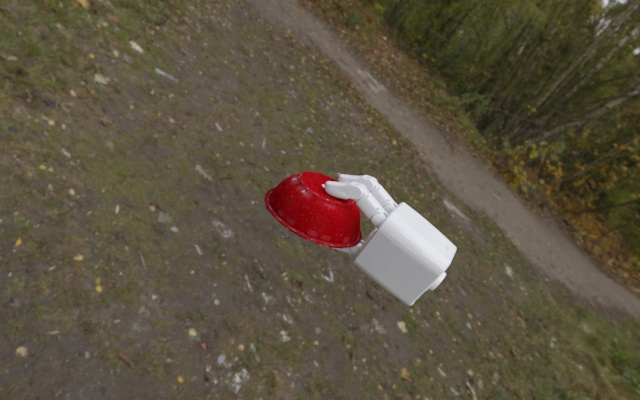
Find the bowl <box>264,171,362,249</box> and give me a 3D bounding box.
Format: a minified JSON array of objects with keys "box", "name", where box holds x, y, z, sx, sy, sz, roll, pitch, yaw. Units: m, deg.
[{"box":[-0.001,0.001,0.719,0.162,0.055,0.162,21,23,-10],"name":"bowl"}]
